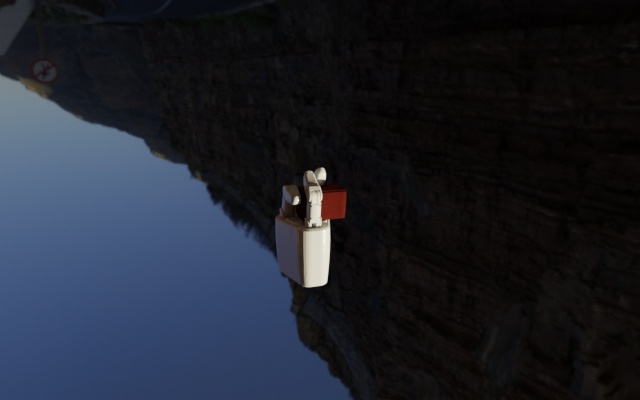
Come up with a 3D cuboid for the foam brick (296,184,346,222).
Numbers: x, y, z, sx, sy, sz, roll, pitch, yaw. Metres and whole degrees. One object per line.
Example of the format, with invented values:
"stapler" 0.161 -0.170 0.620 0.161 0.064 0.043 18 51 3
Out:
"foam brick" 0.000 0.003 0.834 0.078 0.051 0.053 -5 15 -16
